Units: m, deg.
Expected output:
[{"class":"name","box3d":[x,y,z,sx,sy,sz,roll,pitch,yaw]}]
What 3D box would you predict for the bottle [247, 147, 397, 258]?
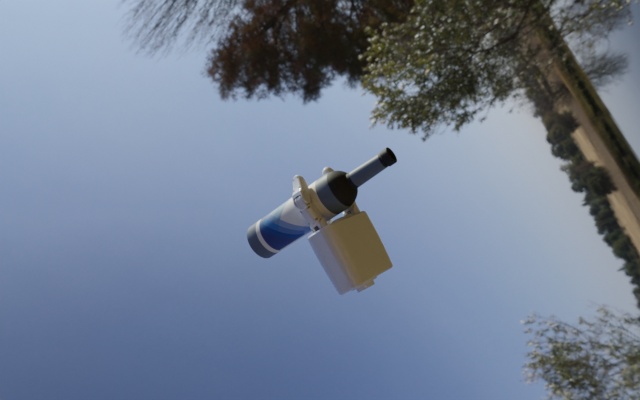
[{"class":"bottle","box3d":[0.000,0.003,0.792,0.296,0.069,0.069,-34,-17,28]}]
